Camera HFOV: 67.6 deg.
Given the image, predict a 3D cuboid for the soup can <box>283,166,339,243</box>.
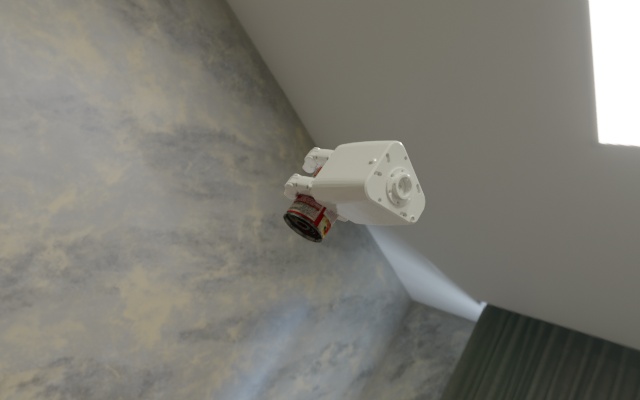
[{"bbox_3d":[0.000,0.002,0.716,0.068,0.102,0.068,28,-24,14],"label":"soup can"}]
